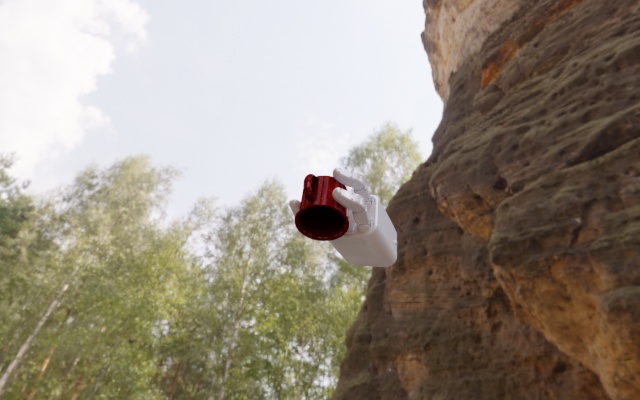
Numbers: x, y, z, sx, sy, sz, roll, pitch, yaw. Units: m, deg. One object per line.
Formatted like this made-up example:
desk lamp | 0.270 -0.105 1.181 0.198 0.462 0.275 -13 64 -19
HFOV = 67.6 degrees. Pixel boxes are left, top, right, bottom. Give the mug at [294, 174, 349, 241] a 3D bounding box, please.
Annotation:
mug | -0.001 0.002 0.823 0.093 0.081 0.117 -16 -49 22
